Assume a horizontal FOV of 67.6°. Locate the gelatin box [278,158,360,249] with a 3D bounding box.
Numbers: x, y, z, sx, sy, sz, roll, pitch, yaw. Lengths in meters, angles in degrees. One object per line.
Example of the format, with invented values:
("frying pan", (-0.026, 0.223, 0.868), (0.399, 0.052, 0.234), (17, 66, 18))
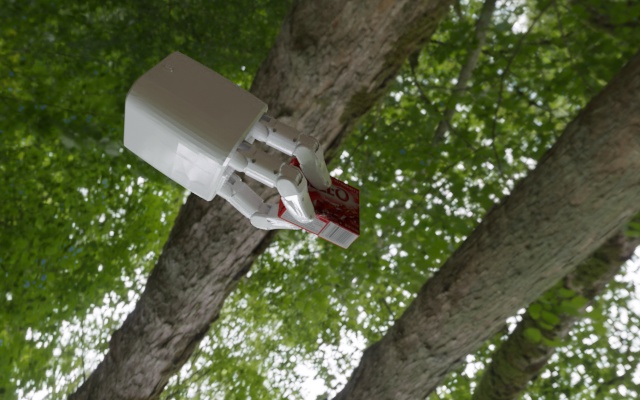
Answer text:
("gelatin box", (0.000, 0.002, 0.517), (0.089, 0.073, 0.030), (27, -51, -19))
